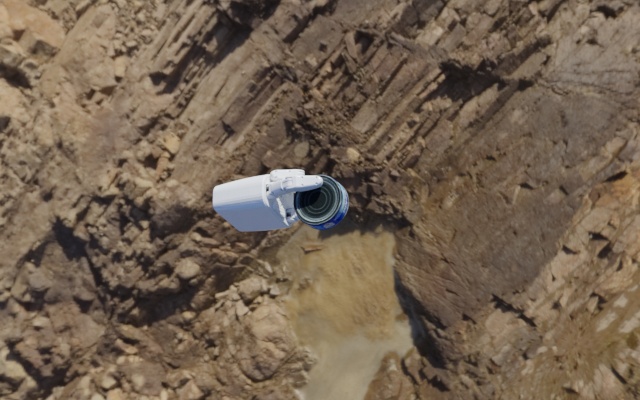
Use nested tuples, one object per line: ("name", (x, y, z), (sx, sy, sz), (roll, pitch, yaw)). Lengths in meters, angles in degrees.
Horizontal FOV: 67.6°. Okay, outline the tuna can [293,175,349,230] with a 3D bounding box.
("tuna can", (0.000, 0.002, 0.769), (0.086, 0.086, 0.034), (0, -16, 22))
